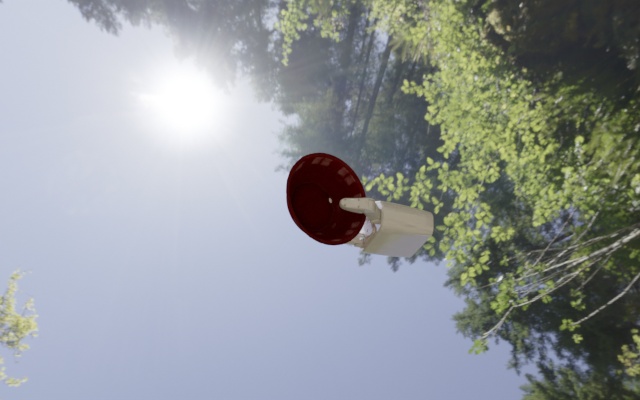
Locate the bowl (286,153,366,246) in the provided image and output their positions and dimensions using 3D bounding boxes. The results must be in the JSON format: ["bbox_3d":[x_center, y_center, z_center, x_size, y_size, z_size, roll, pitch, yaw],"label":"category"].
[{"bbox_3d":[-0.001,0.002,0.818,0.162,0.162,0.055,0,-16,-34],"label":"bowl"}]
